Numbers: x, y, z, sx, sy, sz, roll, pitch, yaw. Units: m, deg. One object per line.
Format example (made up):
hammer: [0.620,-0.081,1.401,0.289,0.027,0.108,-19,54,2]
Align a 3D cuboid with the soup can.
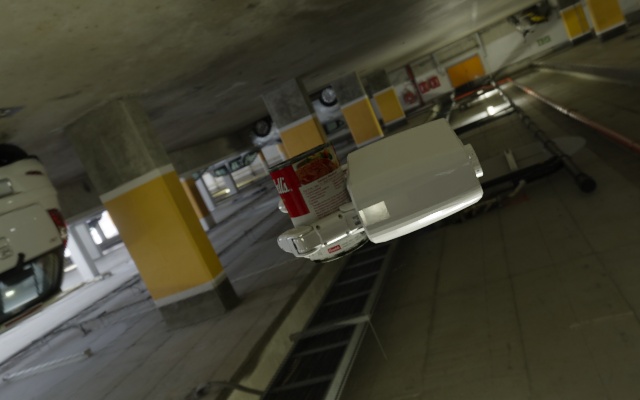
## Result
soup can: [0.000,0.002,0.471,0.068,0.102,0.068,-24,8,4]
